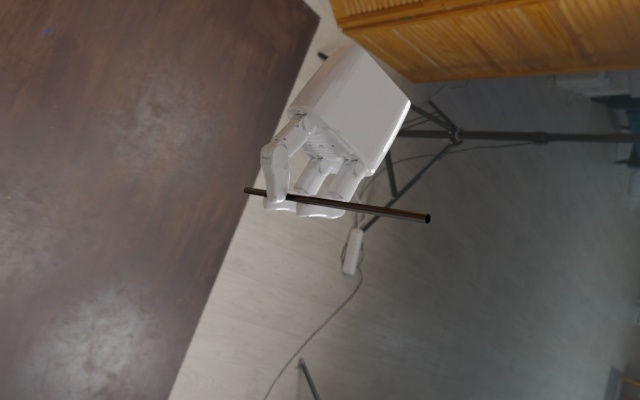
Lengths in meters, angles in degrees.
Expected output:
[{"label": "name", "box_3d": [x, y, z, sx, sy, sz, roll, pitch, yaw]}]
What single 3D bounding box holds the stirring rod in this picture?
[{"label": "stirring rod", "box_3d": [0.000, 0.001, 0.459, 0.011, 0.011, 0.239, 0, 6, -45]}]
